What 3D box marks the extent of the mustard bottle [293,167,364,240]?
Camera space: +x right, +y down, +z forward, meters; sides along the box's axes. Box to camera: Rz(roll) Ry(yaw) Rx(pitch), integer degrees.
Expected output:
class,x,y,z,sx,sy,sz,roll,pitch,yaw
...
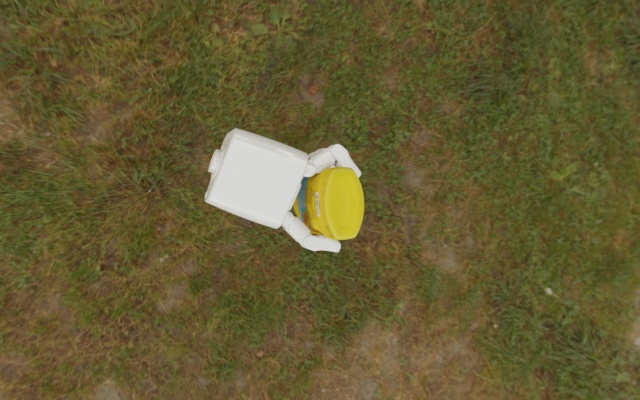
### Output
class,x,y,z,sx,sy,sz,roll,pitch,yaw
mustard bottle,0.001,0.002,0.707,0.058,0.096,0.191,-5,3,-19
